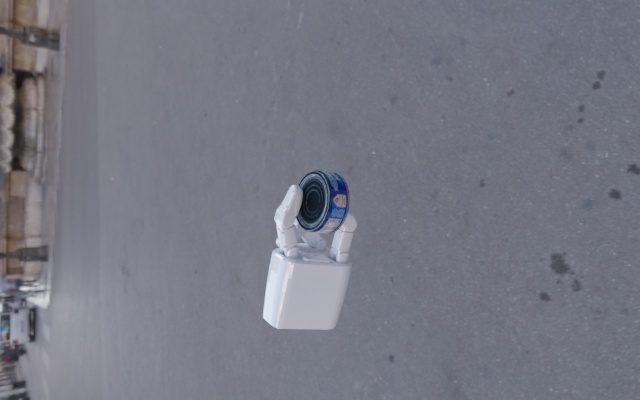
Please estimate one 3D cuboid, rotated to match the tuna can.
[{"bbox_3d":[0.000,0.002,0.653,0.034,0.086,0.086,7,-4,-36],"label":"tuna can"}]
